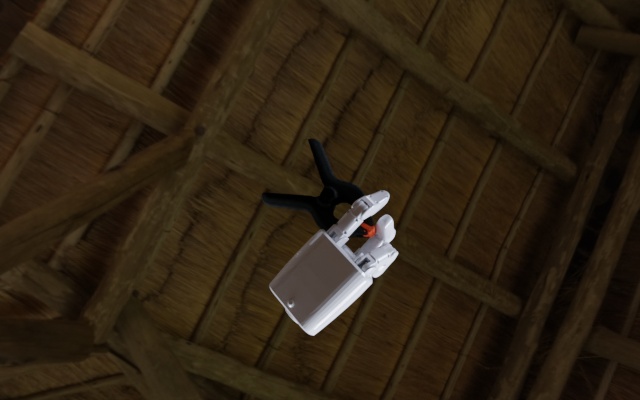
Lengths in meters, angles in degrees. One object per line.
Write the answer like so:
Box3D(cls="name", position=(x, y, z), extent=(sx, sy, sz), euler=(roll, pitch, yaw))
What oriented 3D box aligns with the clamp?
Box3D(cls="clamp", position=(0.000, 0.002, 0.677), extent=(0.171, 0.120, 0.039), euler=(47, 3, 24))
